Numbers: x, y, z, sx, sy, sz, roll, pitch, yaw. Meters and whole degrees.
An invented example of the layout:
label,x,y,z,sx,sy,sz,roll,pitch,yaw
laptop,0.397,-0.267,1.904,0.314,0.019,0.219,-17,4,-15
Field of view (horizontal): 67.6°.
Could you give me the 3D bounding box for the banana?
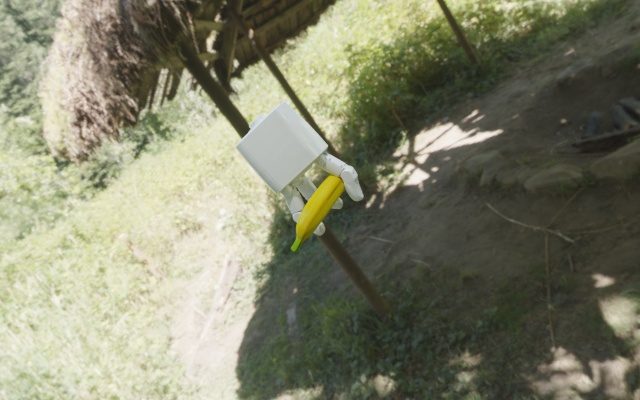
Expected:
label,x,y,z,sx,sy,sz,roll,pitch,yaw
banana,0.006,-0.004,0.785,0.037,0.197,0.070,39,-38,-2
